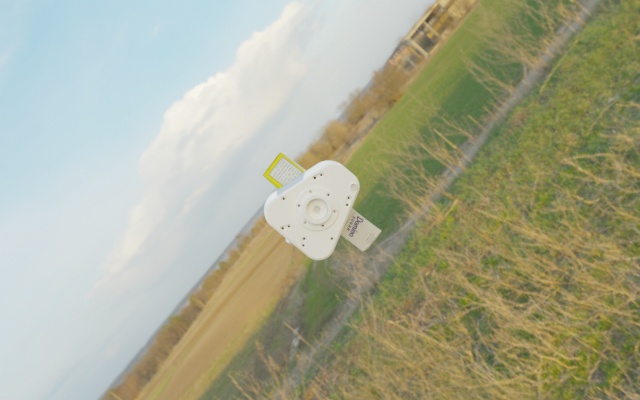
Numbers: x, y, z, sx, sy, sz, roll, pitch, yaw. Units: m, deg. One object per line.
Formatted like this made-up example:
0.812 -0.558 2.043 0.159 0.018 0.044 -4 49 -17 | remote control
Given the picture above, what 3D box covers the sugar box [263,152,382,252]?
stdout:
0.000 0.003 0.684 0.176 0.048 0.093 40 0 -5 | sugar box
